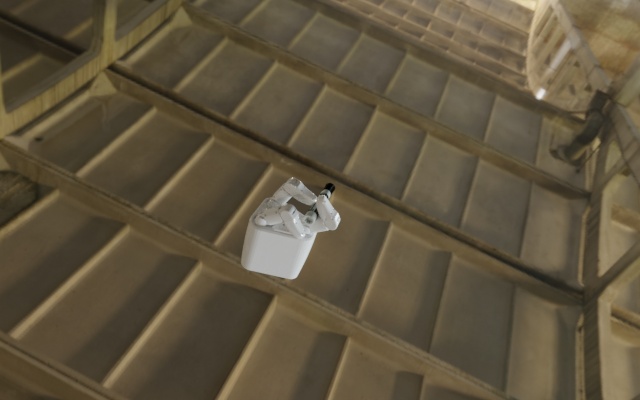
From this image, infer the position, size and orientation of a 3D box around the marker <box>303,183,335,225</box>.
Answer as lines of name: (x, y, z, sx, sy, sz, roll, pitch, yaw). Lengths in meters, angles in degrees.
marker: (0.000, 0.003, 0.828, 0.020, 0.020, 0.121, 0, 30, 22)
